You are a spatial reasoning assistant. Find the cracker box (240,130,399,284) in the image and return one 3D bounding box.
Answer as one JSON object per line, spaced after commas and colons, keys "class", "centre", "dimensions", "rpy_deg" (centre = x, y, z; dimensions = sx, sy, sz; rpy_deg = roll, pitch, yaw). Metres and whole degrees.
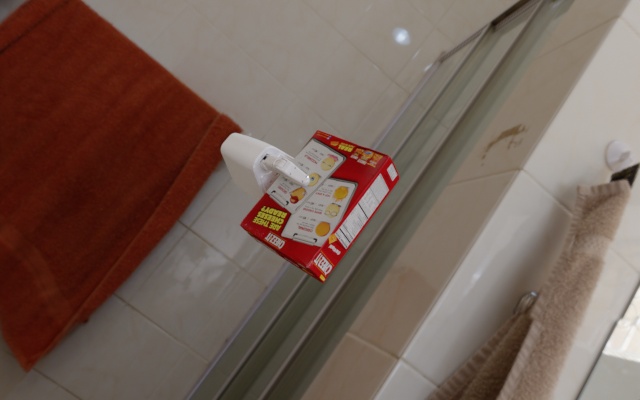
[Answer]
{"class": "cracker box", "centre": [0.000, 0.002, 0.770], "dimensions": [0.164, 0.213, 0.072], "rpy_deg": [26, -17, 39]}
